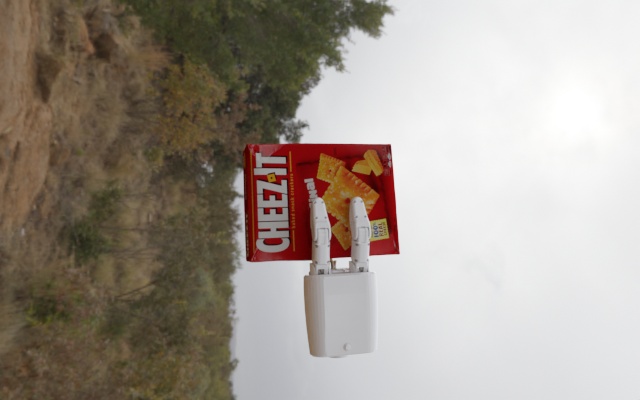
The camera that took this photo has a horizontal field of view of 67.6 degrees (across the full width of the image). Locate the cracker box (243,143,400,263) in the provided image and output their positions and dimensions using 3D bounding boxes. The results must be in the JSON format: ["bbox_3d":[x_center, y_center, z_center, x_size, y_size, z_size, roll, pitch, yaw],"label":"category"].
[{"bbox_3d":[0.000,0.002,0.684,0.214,0.164,0.072,-1,-6,-13],"label":"cracker box"}]
